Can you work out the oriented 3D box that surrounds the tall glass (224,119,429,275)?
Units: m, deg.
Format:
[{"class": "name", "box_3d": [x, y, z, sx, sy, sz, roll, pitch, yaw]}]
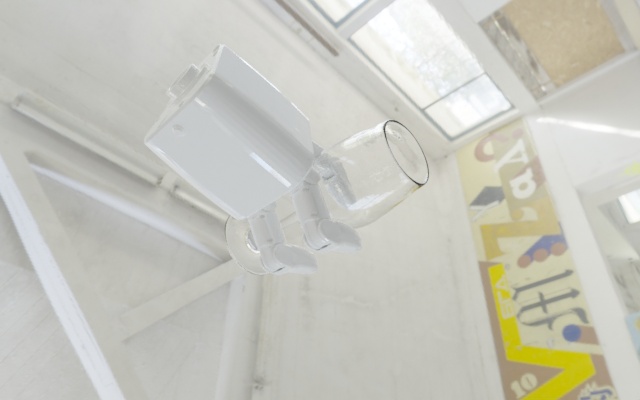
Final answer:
[{"class": "tall glass", "box_3d": [0.000, 0.002, 0.447, 0.201, 0.079, 0.079, -30, -18, 34]}]
